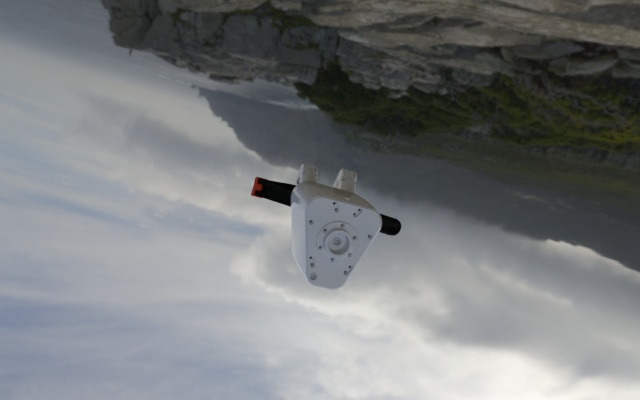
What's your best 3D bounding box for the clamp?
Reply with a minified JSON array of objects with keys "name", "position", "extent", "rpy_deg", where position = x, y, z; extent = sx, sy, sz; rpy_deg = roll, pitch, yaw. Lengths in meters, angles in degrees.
[{"name":"clamp","position":[-0.001,0.003,0.718],"extent":[0.210,0.036,0.164],"rpy_deg":[15,6,-12]}]
